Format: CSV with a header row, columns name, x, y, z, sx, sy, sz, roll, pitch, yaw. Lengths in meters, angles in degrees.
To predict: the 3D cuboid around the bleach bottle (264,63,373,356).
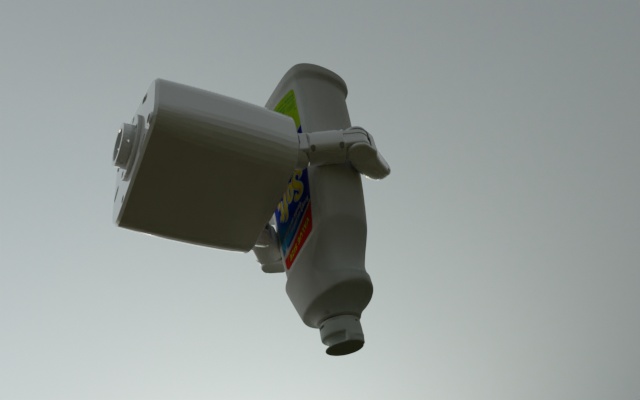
name,x,y,z,sx,sy,sz,roll,pitch,yaw
bleach bottle,0.000,0.001,0.406,0.068,0.250,0.103,14,-44,-31
